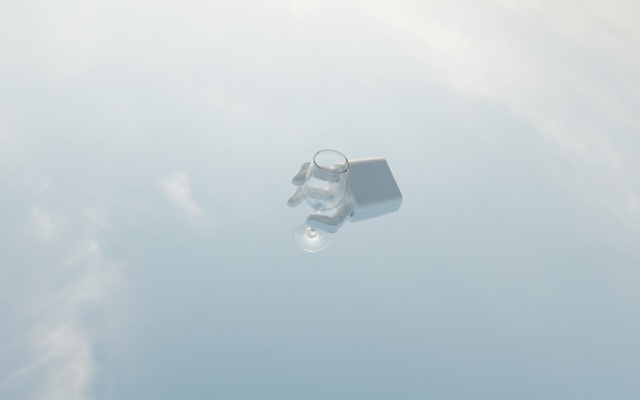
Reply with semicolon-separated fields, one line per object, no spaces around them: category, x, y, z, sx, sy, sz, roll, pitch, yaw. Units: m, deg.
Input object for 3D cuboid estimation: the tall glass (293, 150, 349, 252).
tall glass;0.000;0.003;0.876;0.079;0.079;0.201;0;-44;-15
